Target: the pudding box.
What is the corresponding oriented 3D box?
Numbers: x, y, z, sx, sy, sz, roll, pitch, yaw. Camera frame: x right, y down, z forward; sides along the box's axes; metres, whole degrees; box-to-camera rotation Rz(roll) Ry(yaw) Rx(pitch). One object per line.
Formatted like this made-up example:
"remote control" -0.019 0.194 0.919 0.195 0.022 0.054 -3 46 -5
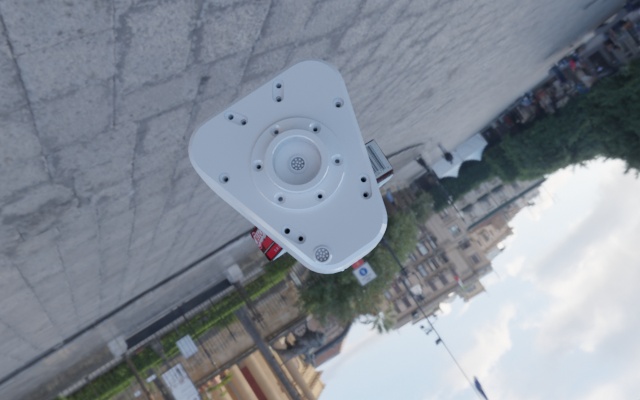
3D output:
"pudding box" 0.000 0.002 0.422 0.113 0.039 0.090 -29 -9 -31
